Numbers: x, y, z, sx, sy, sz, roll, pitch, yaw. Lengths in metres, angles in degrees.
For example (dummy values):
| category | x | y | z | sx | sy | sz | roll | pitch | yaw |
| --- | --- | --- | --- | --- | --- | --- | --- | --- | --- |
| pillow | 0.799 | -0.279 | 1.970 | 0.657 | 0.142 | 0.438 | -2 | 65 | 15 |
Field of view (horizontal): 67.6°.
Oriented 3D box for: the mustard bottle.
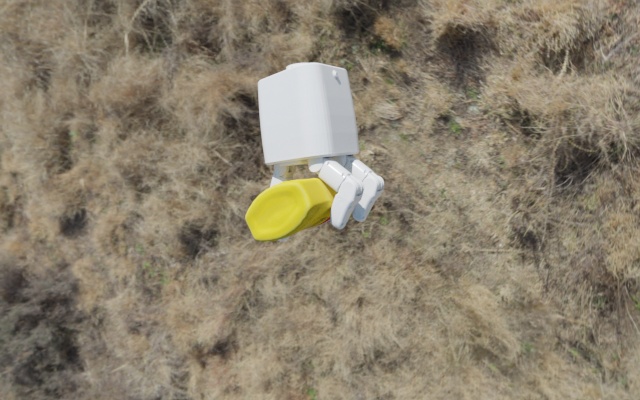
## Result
| category | x | y | z | sx | sy | sz | roll | pitch | yaw |
| --- | --- | --- | --- | --- | --- | --- | --- | --- | --- |
| mustard bottle | 0.000 | 0.002 | 0.603 | 0.096 | 0.058 | 0.191 | -33 | -11 | 31 |
